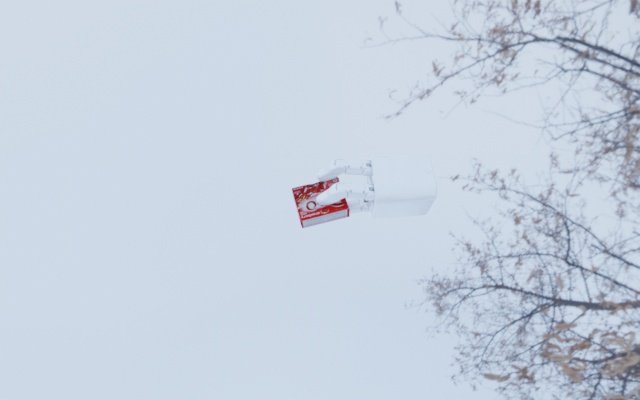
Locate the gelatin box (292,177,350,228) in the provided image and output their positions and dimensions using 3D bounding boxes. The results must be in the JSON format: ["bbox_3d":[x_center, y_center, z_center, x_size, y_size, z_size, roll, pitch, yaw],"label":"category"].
[{"bbox_3d":[0.000,0.003,0.847,0.089,0.073,0.030,-14,-34,-5],"label":"gelatin box"}]
